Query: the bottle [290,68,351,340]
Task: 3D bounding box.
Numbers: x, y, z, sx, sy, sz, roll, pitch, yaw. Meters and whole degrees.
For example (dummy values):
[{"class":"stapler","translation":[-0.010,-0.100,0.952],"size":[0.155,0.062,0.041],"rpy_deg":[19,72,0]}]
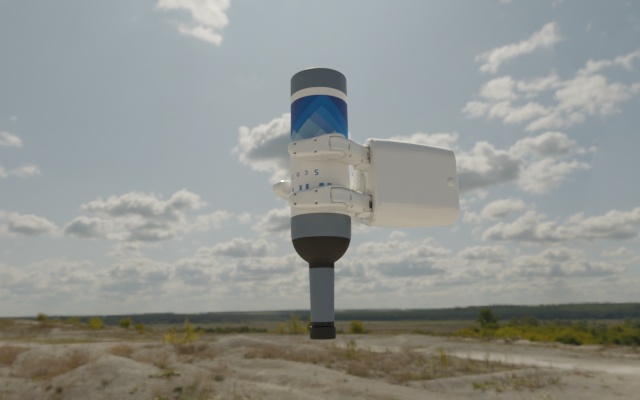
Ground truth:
[{"class":"bottle","translation":[0.000,0.001,0.533],"size":[0.069,0.295,0.069],"rpy_deg":[-1,-13,0]}]
